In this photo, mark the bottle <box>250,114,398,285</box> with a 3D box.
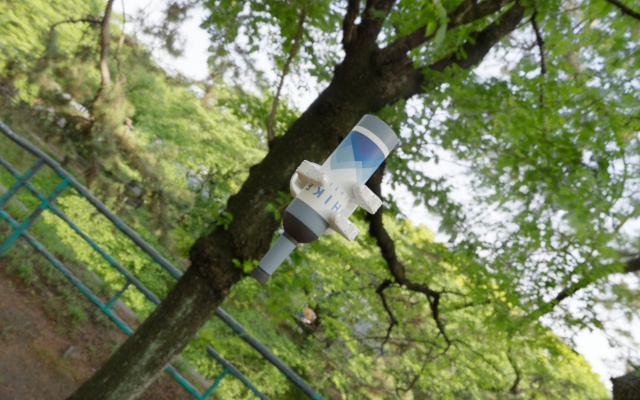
[{"bbox_3d":[0.000,0.002,0.713,0.069,0.295,0.069,39,-8,7],"label":"bottle"}]
